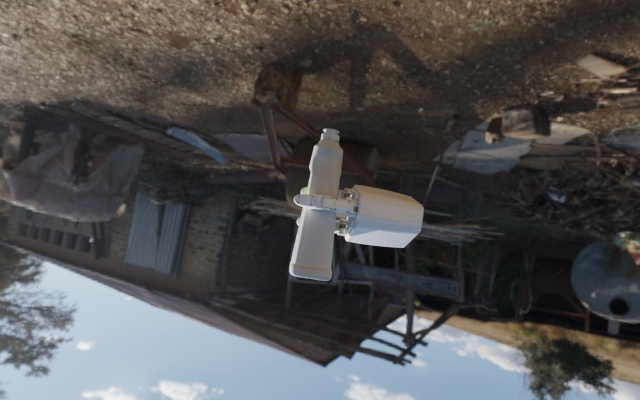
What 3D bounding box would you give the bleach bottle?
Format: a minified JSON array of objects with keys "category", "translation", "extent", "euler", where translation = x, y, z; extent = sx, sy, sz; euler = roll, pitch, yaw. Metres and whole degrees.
[{"category":"bleach bottle","translation":[0.000,0.003,0.797],"extent":[0.068,0.251,0.102],"euler":[9,-6,-5]}]
